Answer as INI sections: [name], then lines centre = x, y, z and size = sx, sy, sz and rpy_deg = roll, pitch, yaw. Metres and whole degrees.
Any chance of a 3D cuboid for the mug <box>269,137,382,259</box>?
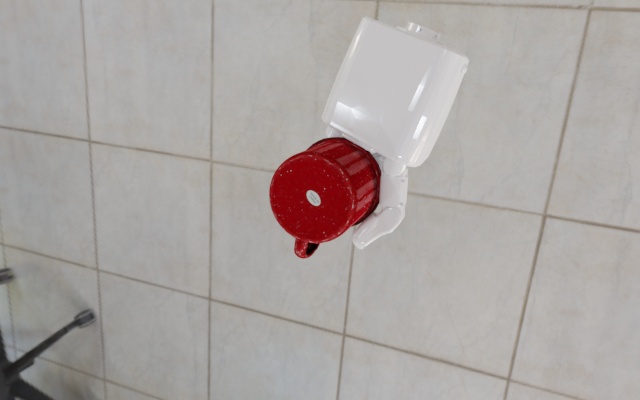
[mug]
centre = -0.001, 0.003, 0.448
size = 0.093, 0.117, 0.081
rpy_deg = 26, 20, 13
